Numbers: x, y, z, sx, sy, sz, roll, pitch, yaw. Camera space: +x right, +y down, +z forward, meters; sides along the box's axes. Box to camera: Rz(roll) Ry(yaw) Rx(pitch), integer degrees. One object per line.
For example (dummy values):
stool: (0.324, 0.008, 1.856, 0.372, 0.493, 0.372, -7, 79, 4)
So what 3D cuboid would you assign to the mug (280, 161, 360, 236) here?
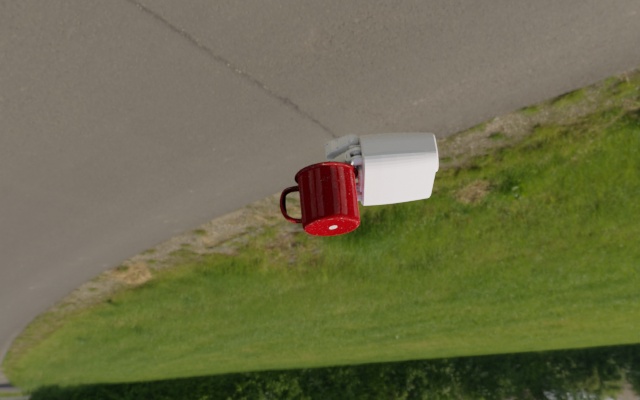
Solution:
mug: (-0.001, 0.003, 0.679, 0.117, 0.081, 0.093, -6, -21, 0)
